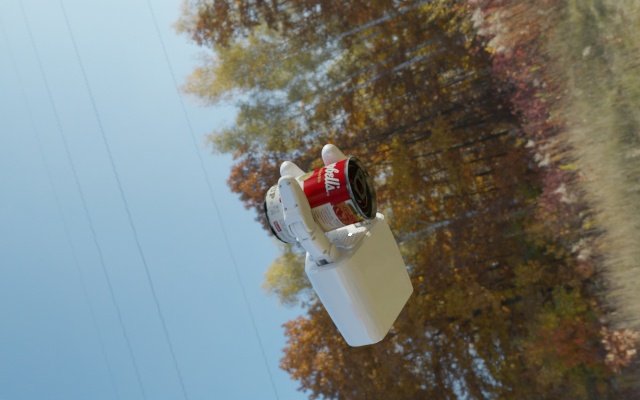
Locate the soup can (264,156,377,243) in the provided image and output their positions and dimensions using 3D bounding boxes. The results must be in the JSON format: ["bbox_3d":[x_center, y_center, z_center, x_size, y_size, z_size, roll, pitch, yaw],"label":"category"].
[{"bbox_3d":[0.000,0.001,0.507,0.102,0.068,0.068,-19,-8,25],"label":"soup can"}]
